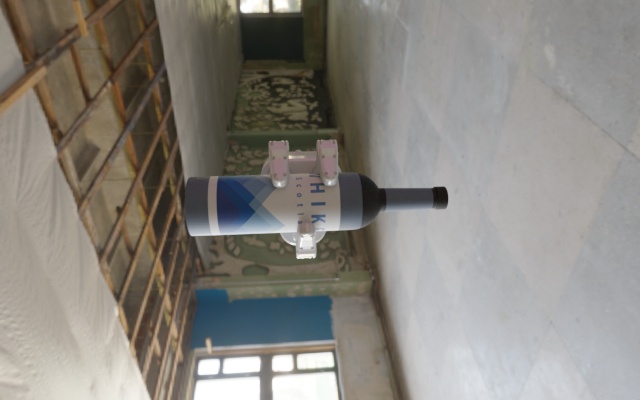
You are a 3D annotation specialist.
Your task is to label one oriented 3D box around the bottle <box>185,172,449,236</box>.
[{"bbox_3d":[0.000,0.002,0.550,0.296,0.069,0.069,-2,0,-5],"label":"bottle"}]
